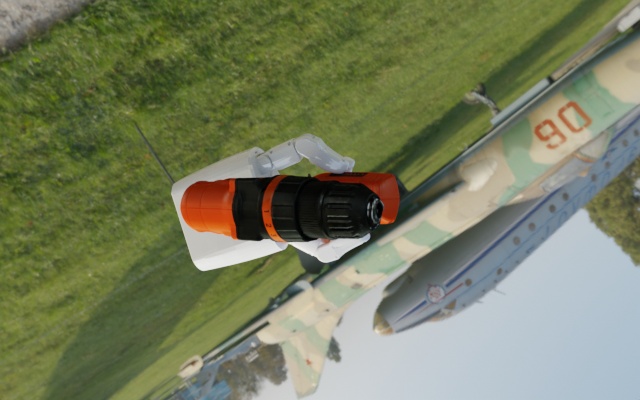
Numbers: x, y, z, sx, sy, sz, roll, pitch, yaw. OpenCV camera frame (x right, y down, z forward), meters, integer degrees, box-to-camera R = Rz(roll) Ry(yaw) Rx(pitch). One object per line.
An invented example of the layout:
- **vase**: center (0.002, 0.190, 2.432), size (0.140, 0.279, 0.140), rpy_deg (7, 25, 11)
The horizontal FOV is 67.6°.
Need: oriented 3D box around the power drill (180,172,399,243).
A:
- **power drill**: center (0.000, 0.001, 0.431), size (0.184, 0.057, 0.187), rpy_deg (3, 3, 33)
